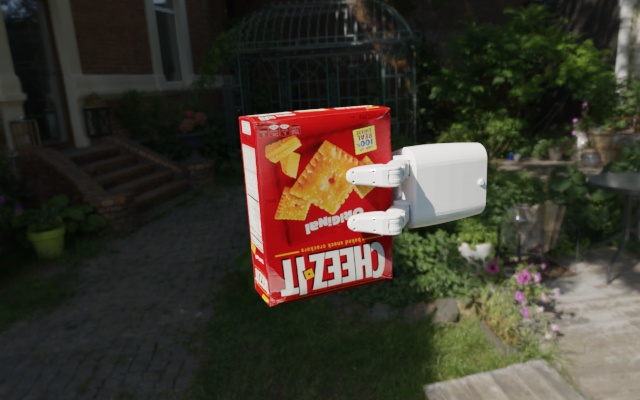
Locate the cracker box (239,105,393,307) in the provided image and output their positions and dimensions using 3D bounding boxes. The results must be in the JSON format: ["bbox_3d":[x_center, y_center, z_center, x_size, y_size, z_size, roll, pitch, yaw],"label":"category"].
[{"bbox_3d":[0.000,0.002,0.564,0.164,0.214,0.072,-9,15,-20],"label":"cracker box"}]
